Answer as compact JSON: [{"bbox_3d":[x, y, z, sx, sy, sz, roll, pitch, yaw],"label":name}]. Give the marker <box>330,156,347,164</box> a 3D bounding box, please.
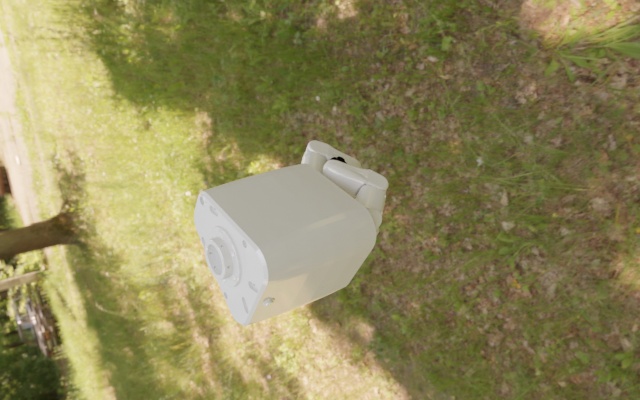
[{"bbox_3d":[0.000,0.002,0.492,0.020,0.020,0.121,0,-42,-25],"label":"marker"}]
